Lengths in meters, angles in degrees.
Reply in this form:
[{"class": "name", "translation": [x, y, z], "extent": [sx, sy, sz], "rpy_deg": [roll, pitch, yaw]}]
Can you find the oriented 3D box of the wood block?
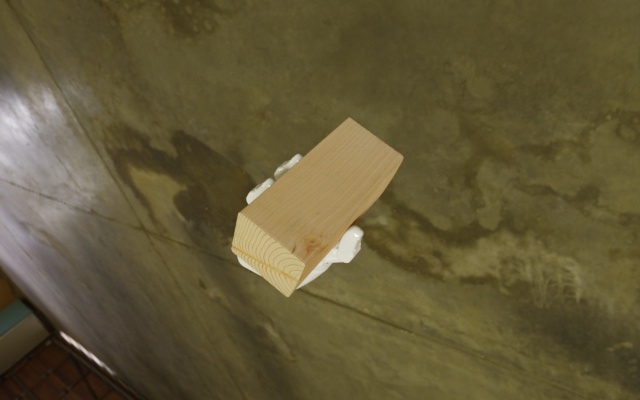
[{"class": "wood block", "translation": [0.000, 0.002, 0.575], "extent": [0.206, 0.091, 0.090], "rpy_deg": [-45, -12, -35]}]
